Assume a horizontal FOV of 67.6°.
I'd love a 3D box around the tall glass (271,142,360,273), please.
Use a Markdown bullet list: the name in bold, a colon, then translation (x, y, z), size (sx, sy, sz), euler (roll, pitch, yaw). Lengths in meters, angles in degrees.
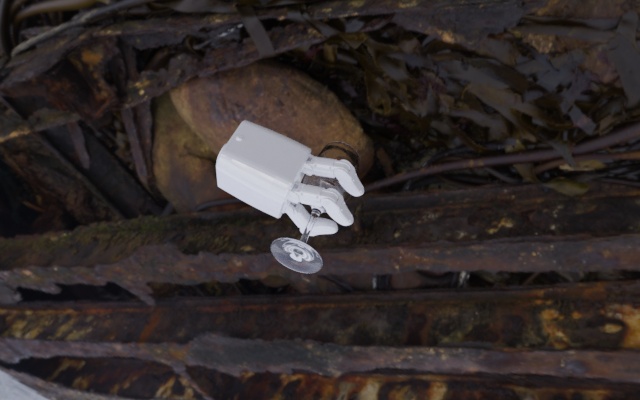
- **tall glass**: translation (0.000, 0.003, 0.694), size (0.079, 0.201, 0.079), euler (15, -38, 12)
